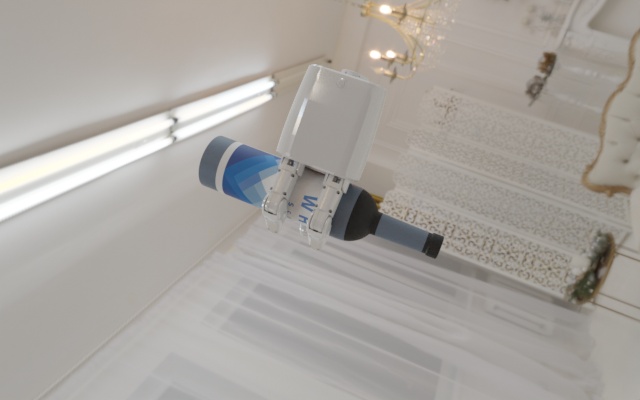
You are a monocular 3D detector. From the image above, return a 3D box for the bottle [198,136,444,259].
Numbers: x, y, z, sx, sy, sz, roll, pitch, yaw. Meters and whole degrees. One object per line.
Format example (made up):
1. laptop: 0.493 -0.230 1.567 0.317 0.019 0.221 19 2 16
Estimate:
1. bottle: 0.000 0.002 0.567 0.295 0.069 0.069 21 4 12
